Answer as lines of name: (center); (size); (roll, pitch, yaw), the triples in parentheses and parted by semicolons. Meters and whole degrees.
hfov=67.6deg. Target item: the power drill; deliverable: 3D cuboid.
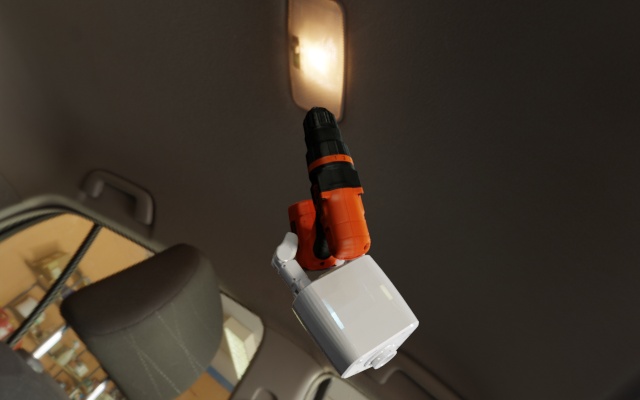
power drill: (0.000, 0.002, 0.598); (0.057, 0.184, 0.188); (-6, -21, -13)
